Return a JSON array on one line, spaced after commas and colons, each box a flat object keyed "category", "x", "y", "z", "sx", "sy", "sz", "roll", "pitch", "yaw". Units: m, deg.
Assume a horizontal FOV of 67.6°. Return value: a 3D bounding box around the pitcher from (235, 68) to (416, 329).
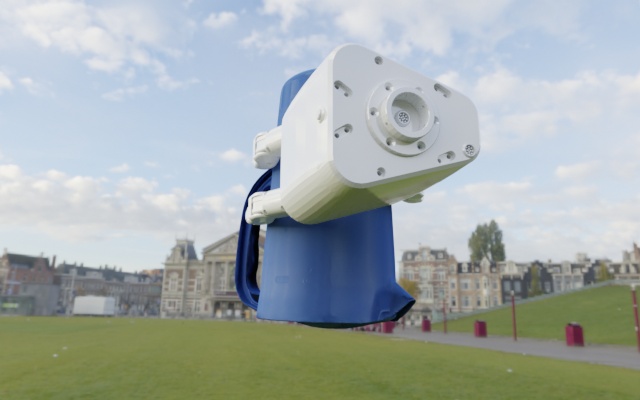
[{"category": "pitcher", "x": 0.000, "y": 0.002, "z": 0.475, "sx": 0.149, "sy": 0.242, "sz": 0.145, "roll": 5, "pitch": -13, "yaw": -15}]
